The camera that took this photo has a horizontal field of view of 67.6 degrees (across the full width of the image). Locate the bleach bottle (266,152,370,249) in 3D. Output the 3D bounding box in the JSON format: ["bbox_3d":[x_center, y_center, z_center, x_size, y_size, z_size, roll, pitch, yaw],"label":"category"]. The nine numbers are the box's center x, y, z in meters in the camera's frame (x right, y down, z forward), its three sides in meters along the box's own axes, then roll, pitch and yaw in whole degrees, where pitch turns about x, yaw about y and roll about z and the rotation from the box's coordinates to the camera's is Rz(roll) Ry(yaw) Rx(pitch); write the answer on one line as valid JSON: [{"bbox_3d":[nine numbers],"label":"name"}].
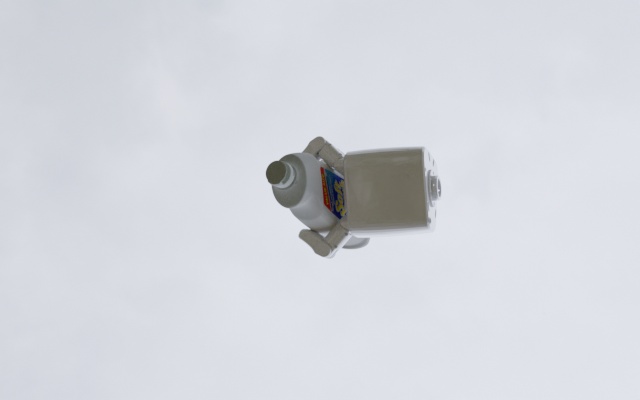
[{"bbox_3d":[0.000,0.002,0.658,0.068,0.102,0.251,-3,-13,24],"label":"bleach bottle"}]
